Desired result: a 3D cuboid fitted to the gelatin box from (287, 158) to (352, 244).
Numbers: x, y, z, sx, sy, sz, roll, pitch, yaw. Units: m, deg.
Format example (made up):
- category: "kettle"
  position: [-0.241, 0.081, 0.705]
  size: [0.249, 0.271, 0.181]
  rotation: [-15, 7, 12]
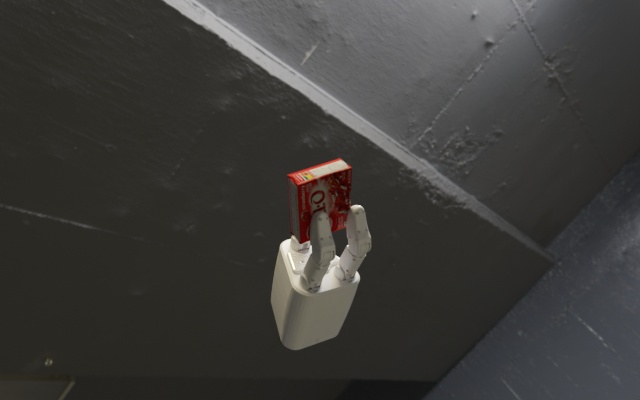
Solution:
- category: "gelatin box"
  position: [0.000, 0.001, 0.573]
  size: [0.073, 0.089, 0.030]
  rotation: [-19, 39, -24]
